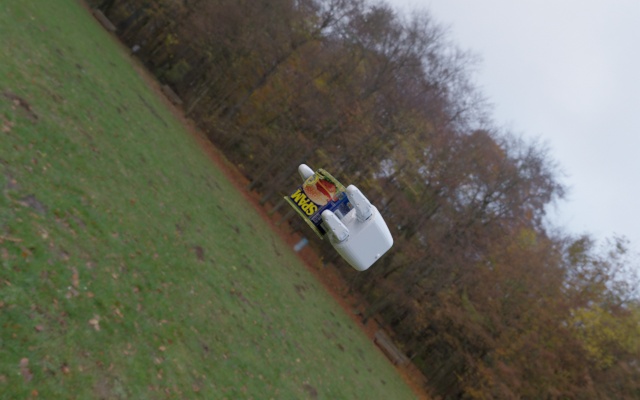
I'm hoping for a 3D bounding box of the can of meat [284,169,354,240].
[{"bbox_3d":[0.000,0.002,0.806,0.102,0.084,0.057,44,-6,47],"label":"can of meat"}]
